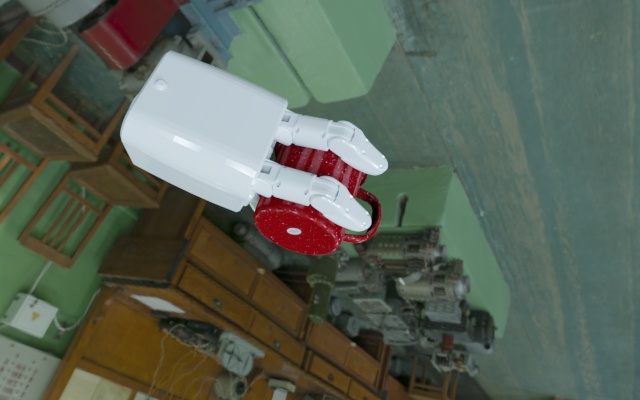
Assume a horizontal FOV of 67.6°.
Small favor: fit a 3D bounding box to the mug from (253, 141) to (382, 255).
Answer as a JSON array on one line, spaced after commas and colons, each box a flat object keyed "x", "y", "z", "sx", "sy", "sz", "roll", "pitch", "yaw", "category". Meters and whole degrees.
[{"x": 0.001, "y": 0.002, "z": 0.438, "sx": 0.117, "sy": 0.081, "sz": 0.093, "roll": 23, "pitch": -30, "yaw": -8, "category": "mug"}]
